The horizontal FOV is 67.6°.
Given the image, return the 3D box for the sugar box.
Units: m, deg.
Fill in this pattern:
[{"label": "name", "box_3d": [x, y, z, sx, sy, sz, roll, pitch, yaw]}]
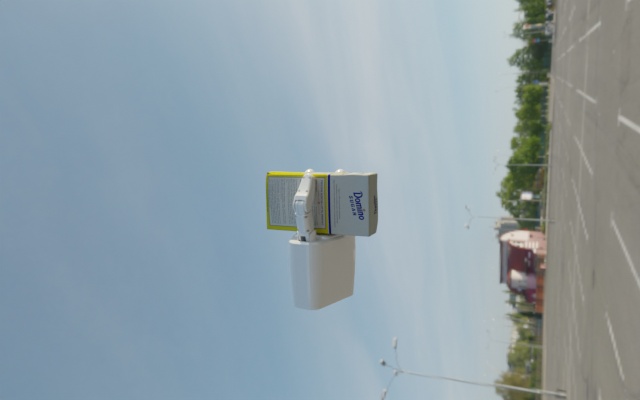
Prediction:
[{"label": "sugar box", "box_3d": [0.000, 0.002, 0.736, 0.176, 0.093, 0.048, 3, 8, 24]}]
